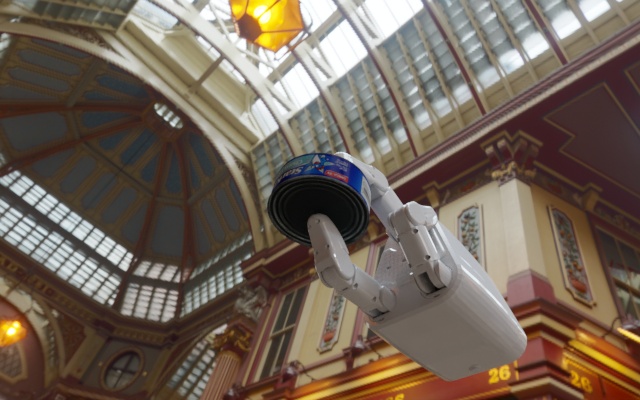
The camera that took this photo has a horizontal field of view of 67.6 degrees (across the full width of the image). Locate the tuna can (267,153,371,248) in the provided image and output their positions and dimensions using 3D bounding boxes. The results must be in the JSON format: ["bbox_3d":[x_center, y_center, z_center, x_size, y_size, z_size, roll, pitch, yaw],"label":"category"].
[{"bbox_3d":[0.000,0.001,0.406,0.086,0.086,0.033,0,44,12],"label":"tuna can"}]
